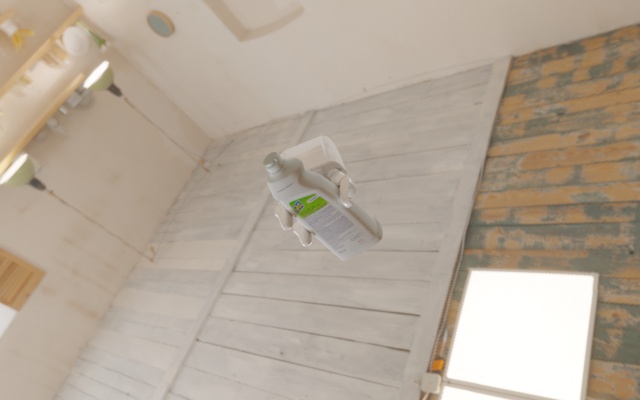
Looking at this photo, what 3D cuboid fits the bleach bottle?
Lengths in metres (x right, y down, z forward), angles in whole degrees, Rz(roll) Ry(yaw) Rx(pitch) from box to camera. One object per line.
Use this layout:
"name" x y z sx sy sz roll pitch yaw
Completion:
"bleach bottle" 0.000 0.003 0.823 0.102 0.068 0.251 -34 -55 16
